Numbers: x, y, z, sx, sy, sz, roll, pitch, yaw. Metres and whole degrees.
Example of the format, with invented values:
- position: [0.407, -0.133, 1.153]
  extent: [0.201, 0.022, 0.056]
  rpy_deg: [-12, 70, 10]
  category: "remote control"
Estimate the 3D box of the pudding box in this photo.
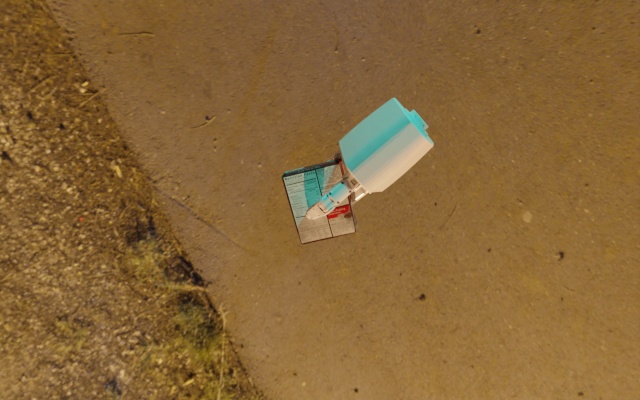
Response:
- position: [0.000, 0.002, 0.711]
  extent: [0.090, 0.113, 0.039]
  rpy_deg: [-13, 12, 8]
  category: "pudding box"
